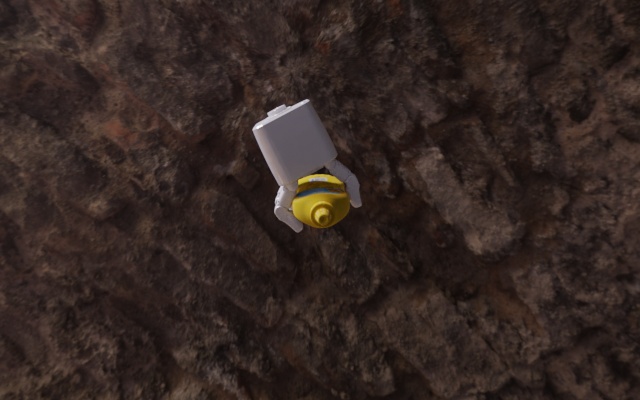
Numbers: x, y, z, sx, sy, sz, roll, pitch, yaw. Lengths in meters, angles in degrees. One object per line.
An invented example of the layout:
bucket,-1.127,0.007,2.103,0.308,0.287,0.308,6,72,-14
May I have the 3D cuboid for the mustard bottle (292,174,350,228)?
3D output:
mustard bottle,0.000,0.003,0.815,0.096,0.058,0.191,-3,15,-2
